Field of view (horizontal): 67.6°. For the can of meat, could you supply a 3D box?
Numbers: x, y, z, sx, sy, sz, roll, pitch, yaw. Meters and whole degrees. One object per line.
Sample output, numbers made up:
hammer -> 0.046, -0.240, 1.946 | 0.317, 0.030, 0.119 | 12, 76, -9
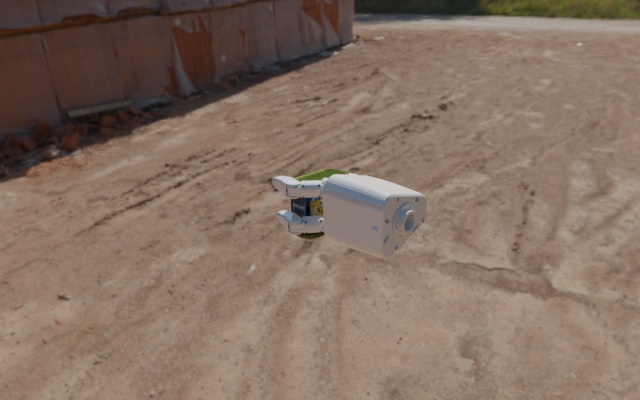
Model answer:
can of meat -> 0.000, 0.002, 0.747 | 0.102, 0.084, 0.057 | -20, 29, -37
